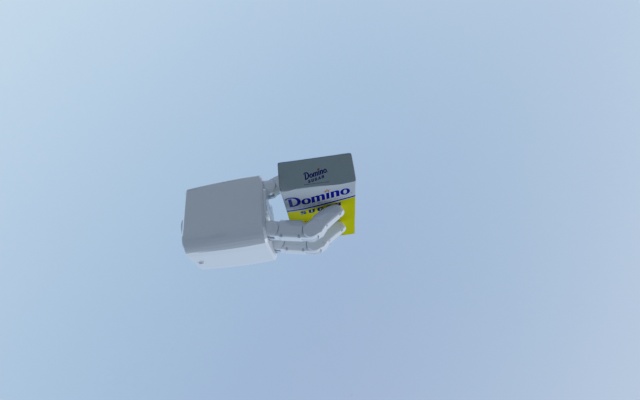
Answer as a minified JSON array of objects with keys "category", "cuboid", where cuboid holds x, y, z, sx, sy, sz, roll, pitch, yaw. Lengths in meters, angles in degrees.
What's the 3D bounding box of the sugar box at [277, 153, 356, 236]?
[{"category":"sugar box","cuboid":[0.000,0.003,0.642,0.093,0.048,0.176,-8,-22,1]}]
